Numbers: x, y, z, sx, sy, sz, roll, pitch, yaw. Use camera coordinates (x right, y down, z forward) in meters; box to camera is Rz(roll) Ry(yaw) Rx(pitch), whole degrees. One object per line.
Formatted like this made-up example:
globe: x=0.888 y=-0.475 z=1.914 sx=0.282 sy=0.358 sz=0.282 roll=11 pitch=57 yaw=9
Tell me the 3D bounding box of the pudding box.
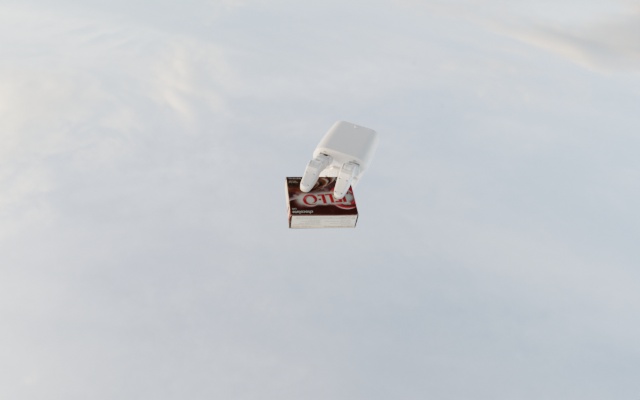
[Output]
pudding box: x=0.000 y=0.003 z=0.788 sx=0.113 sy=0.039 sz=0.090 roll=-2 pitch=44 yaw=-9
